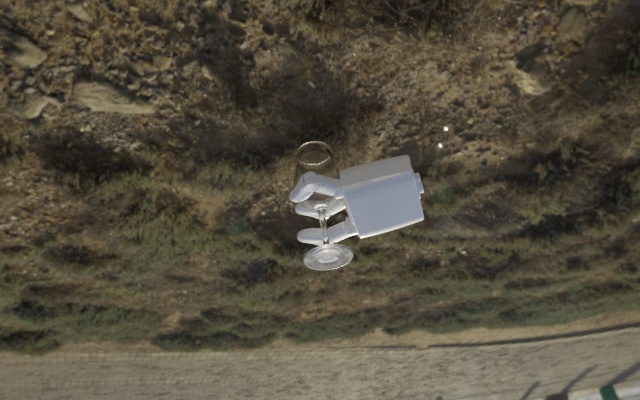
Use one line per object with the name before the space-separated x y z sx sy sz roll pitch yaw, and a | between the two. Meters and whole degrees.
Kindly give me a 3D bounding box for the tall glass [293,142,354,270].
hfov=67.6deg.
tall glass | 0.000 0.003 0.747 0.079 0.201 0.079 -6 -34 -4
